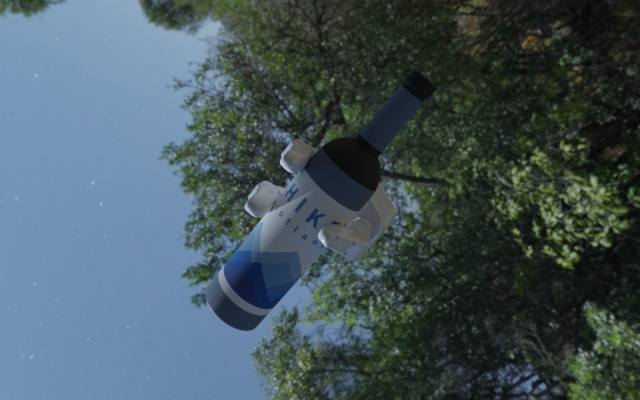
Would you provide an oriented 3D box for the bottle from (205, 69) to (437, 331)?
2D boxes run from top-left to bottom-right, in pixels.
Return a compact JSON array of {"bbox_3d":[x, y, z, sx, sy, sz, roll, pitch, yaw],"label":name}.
[{"bbox_3d":[0.000,0.002,0.456,0.069,0.296,0.069,37,16,-12],"label":"bottle"}]
